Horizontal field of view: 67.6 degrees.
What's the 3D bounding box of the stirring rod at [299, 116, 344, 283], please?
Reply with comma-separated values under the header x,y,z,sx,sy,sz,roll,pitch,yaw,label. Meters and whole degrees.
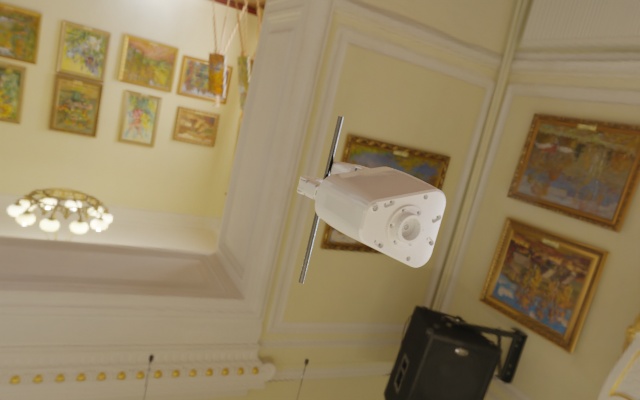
x,y,z,sx,sy,sz,roll,pitch,yaw,label
0.000,0.002,0.664,0.011,0.239,0.011,13,10,-2,stirring rod
